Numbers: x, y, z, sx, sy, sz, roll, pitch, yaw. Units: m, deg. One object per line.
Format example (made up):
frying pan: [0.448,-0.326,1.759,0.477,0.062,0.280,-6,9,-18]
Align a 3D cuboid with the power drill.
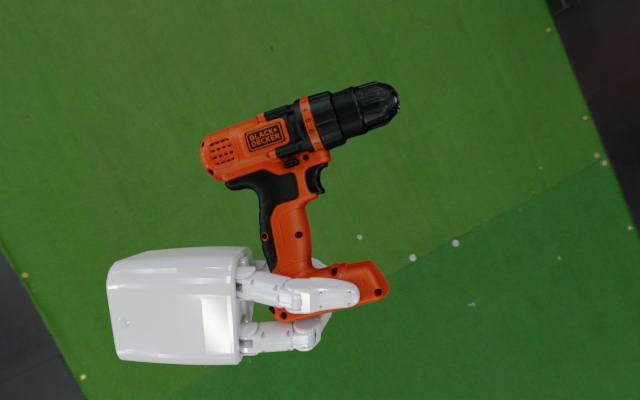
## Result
power drill: [0.000,0.002,0.427,0.184,0.187,0.057,-17,-2,11]
